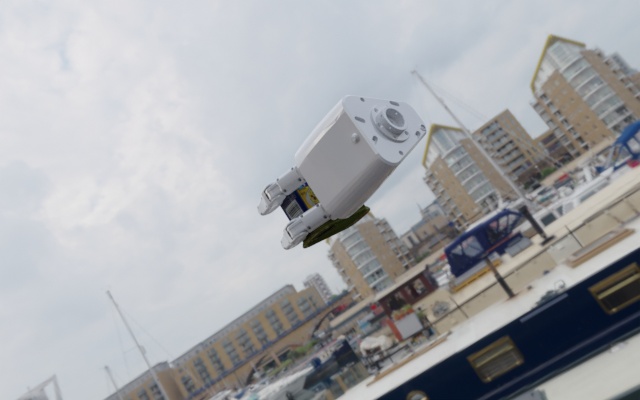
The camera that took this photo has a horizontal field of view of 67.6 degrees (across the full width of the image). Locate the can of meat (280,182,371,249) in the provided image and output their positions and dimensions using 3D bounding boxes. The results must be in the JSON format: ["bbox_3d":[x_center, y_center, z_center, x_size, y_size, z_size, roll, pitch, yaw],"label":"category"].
[{"bbox_3d":[0.000,0.002,0.616,0.102,0.084,0.057,-23,-16,-38],"label":"can of meat"}]
